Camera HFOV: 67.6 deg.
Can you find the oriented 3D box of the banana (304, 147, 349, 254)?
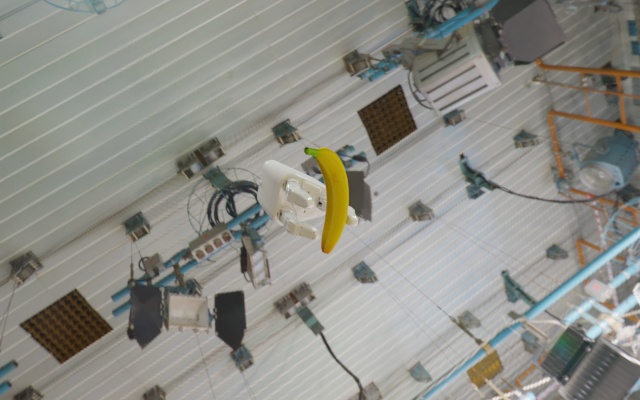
[{"bbox_3d":[0.016,-0.007,0.772,0.069,0.198,0.037,-22,30,-21],"label":"banana"}]
